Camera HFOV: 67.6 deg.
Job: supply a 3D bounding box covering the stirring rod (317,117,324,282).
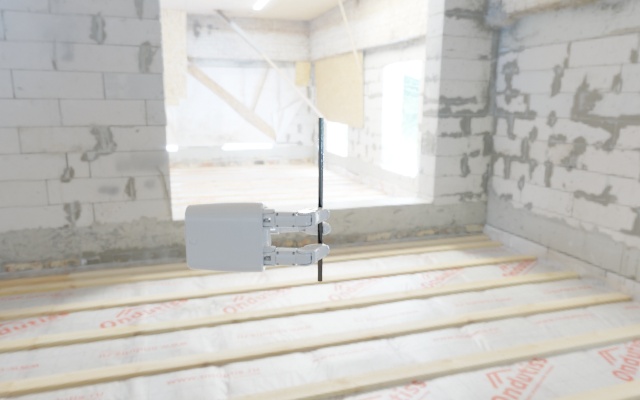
[{"bbox_3d":[0.000,0.002,0.689,0.011,0.239,0.011,0,12,0],"label":"stirring rod"}]
